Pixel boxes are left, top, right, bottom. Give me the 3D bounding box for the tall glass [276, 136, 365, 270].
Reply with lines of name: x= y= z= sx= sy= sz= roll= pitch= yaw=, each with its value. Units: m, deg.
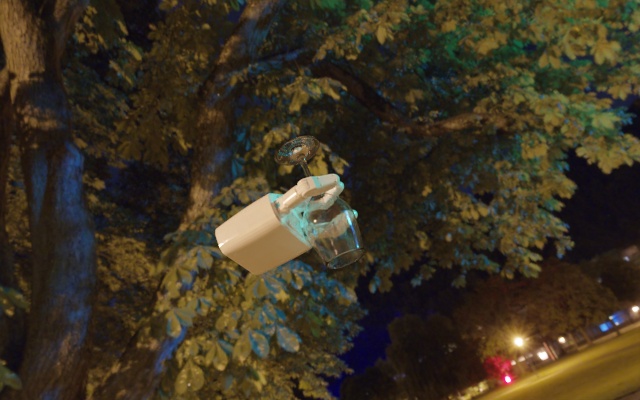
tall glass: x=0.000 y=0.002 z=0.726 sx=0.079 sy=0.201 sz=0.079 roll=-19 pitch=-26 yaw=-10
